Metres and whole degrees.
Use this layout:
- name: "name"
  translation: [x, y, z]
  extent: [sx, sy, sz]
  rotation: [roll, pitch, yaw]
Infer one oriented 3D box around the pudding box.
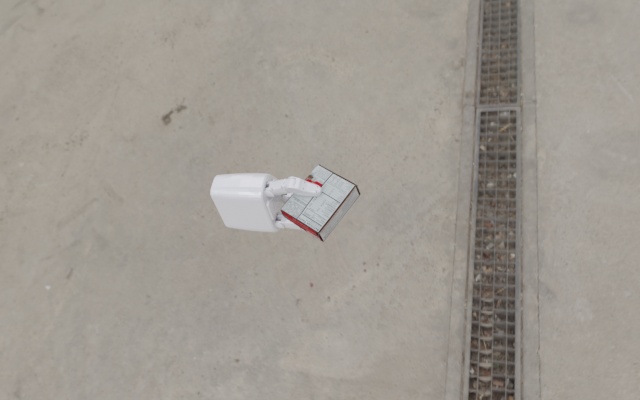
- name: "pudding box"
  translation: [0.000, 0.003, 0.828]
  extent: [0.090, 0.113, 0.039]
  rotation: [31, -15, 27]
